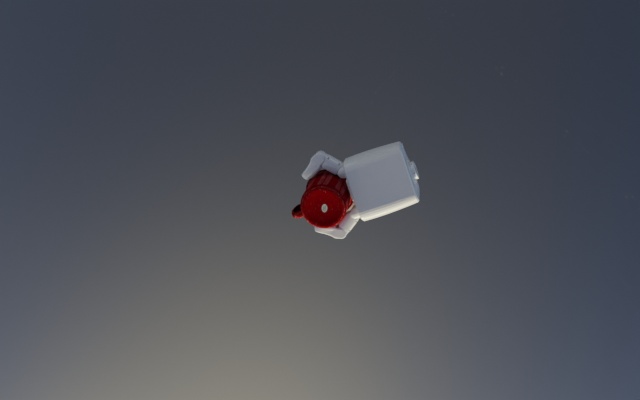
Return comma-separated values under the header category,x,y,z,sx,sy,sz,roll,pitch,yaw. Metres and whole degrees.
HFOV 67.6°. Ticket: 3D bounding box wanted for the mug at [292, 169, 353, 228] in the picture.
category,x,y,z,sx,sy,sz,roll,pitch,yaw
mug,-0.001,0.003,0.859,0.117,0.093,0.081,-20,15,17
